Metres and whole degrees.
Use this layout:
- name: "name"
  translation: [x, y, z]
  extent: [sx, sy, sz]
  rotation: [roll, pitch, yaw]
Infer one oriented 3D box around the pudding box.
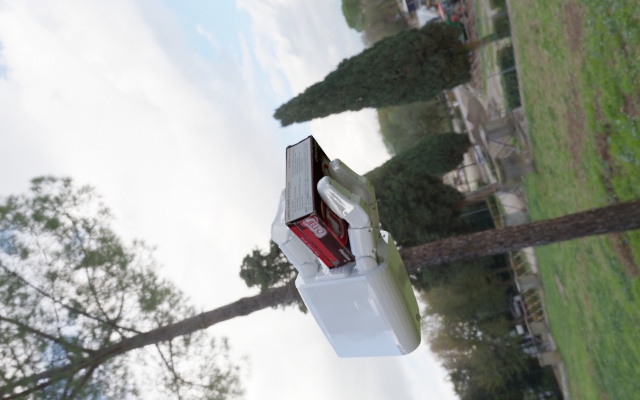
- name: "pudding box"
  translation: [0.000, 0.002, 0.500]
  extent: [0.039, 0.113, 0.090]
  rotation: [-22, -45, 17]
